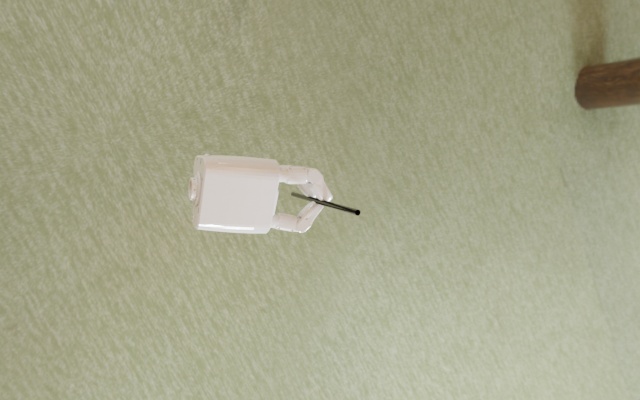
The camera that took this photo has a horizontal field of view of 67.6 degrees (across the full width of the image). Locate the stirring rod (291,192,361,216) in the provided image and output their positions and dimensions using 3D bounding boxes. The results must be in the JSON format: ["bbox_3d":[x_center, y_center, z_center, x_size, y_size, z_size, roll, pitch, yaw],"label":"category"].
[{"bbox_3d":[0.000,0.002,0.727,0.011,0.011,0.239,0,6,-24],"label":"stirring rod"}]
